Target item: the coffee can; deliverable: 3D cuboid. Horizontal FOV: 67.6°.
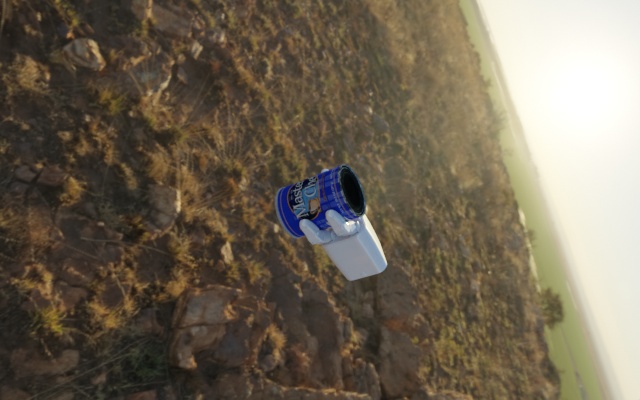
[{"bbox_3d":[0.000,0.003,0.896,0.140,0.103,0.103,-20,-9,25],"label":"coffee can"}]
